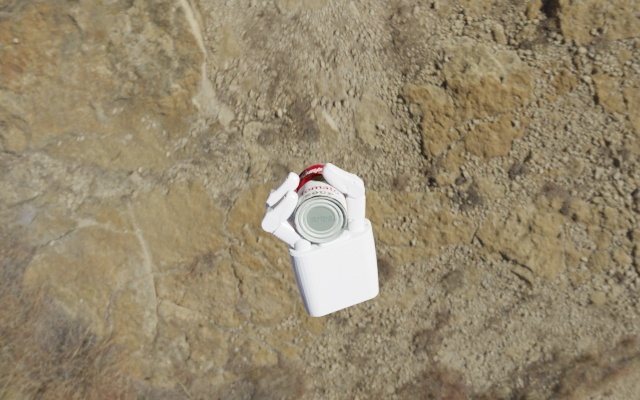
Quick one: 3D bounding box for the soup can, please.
[{"bbox_3d":[0.000,0.002,0.624,0.068,0.068,0.102,0,27,0],"label":"soup can"}]
